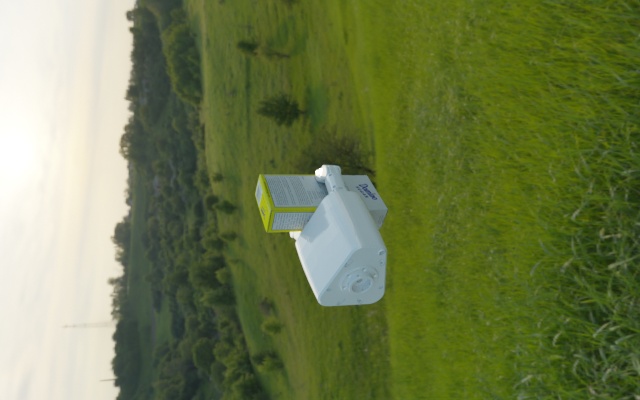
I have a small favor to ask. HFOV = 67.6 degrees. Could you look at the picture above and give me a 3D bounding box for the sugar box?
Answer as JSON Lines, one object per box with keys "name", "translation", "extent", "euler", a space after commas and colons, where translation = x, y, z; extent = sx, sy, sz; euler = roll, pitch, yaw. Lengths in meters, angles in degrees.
{"name": "sugar box", "translation": [0.000, 0.003, 0.701], "extent": [0.176, 0.048, 0.093], "euler": [2, 36, -21]}
